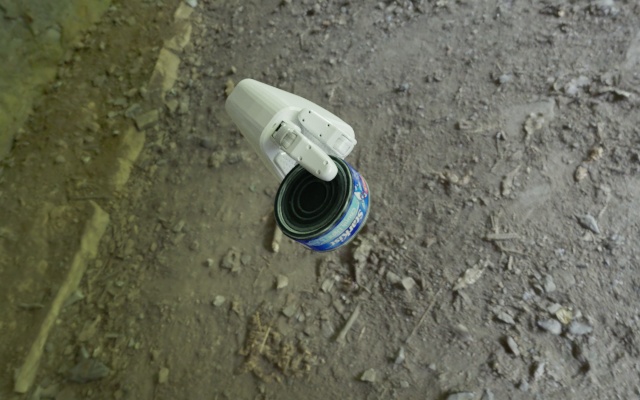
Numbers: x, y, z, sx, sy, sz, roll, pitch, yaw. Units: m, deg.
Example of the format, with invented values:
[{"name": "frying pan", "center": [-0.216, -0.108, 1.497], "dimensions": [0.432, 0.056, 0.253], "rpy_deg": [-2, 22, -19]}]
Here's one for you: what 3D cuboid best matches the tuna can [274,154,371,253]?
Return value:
[{"name": "tuna can", "center": [0.000, 0.001, 0.432], "dimensions": [0.086, 0.086, 0.034], "rpy_deg": [0, -24, 36]}]
